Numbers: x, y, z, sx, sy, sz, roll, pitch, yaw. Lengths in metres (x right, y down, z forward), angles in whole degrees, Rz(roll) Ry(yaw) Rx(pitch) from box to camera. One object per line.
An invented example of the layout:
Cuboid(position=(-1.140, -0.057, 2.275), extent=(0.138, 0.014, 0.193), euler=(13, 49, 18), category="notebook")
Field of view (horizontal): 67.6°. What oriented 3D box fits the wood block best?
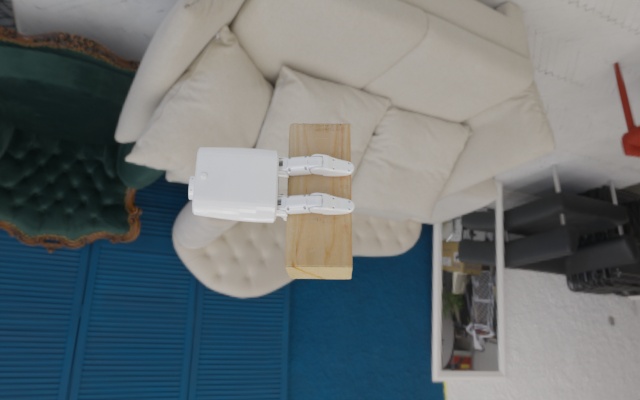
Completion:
Cuboid(position=(0.000, 0.002, 0.683), extent=(0.090, 0.206, 0.091), euler=(0, -19, 1), category="wood block")
